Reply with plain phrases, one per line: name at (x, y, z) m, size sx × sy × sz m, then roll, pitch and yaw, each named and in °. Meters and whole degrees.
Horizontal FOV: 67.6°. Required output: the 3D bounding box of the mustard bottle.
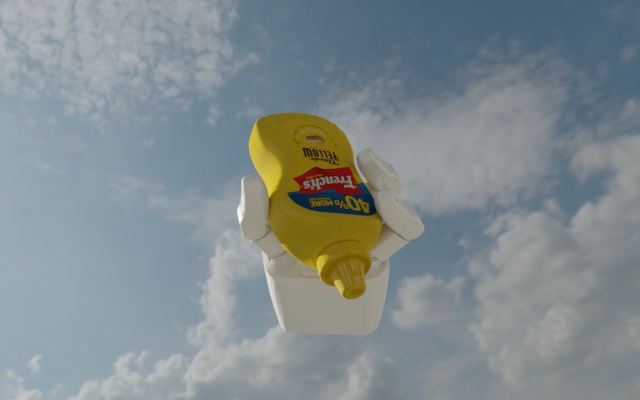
mustard bottle at (0.000, 0.001, 0.407) m, size 0.096 × 0.058 × 0.191 m, roll 6°, pitch 41°, yaw -25°
